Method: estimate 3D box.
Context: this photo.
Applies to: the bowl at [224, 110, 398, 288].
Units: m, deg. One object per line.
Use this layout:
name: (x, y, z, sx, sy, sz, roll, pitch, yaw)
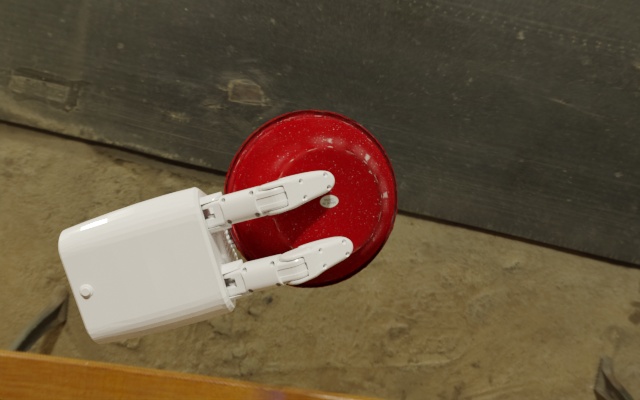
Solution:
bowl: (0.001, 0.001, 0.407, 0.162, 0.162, 0.055, 0, 4, -13)
